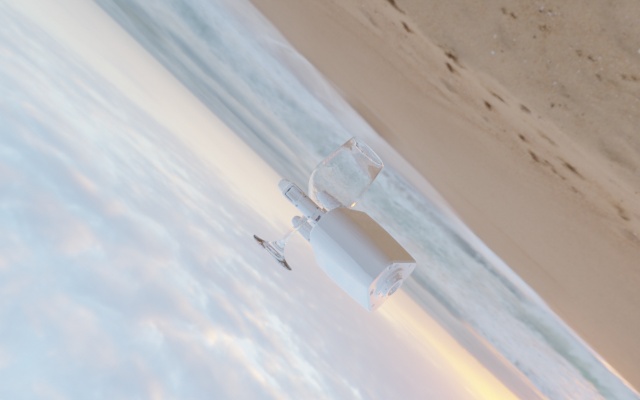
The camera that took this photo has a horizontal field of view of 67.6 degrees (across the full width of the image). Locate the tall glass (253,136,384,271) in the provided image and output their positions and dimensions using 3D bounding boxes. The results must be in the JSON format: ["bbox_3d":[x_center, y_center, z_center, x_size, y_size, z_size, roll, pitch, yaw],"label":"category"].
[{"bbox_3d":[0.000,0.003,0.677,0.079,0.201,0.079,43,-1,1],"label":"tall glass"}]
